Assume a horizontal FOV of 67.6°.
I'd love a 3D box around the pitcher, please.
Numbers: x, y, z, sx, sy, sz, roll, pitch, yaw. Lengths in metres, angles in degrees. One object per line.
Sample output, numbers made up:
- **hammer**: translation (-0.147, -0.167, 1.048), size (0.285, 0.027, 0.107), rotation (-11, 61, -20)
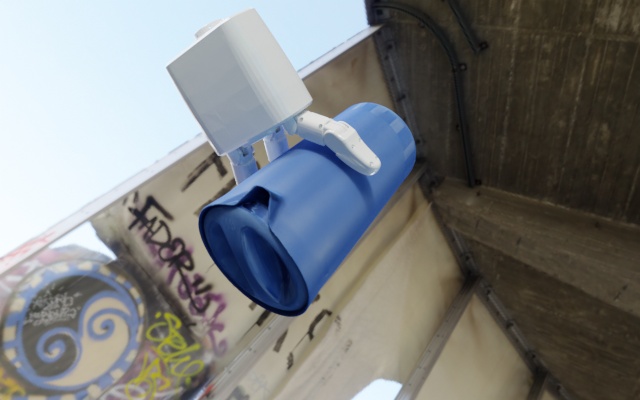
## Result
- **pitcher**: translation (0.000, 0.002, 0.515), size (0.149, 0.145, 0.242), rotation (-16, 22, 50)
